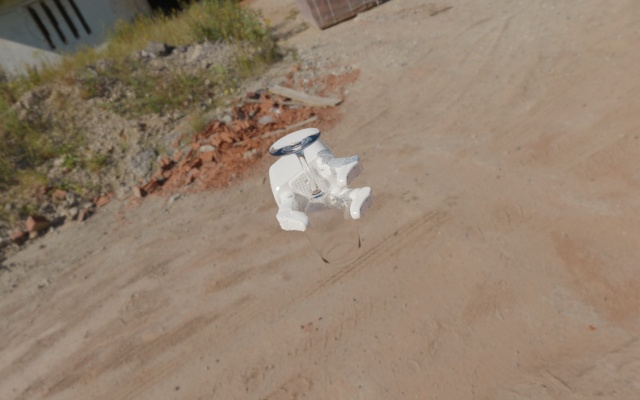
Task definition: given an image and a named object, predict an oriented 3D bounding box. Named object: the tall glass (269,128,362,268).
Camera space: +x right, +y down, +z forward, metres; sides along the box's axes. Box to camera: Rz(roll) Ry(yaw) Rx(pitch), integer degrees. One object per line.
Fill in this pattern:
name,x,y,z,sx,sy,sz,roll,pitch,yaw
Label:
tall glass,0.000,0.002,0.684,0.079,0.201,0.079,-18,27,10
